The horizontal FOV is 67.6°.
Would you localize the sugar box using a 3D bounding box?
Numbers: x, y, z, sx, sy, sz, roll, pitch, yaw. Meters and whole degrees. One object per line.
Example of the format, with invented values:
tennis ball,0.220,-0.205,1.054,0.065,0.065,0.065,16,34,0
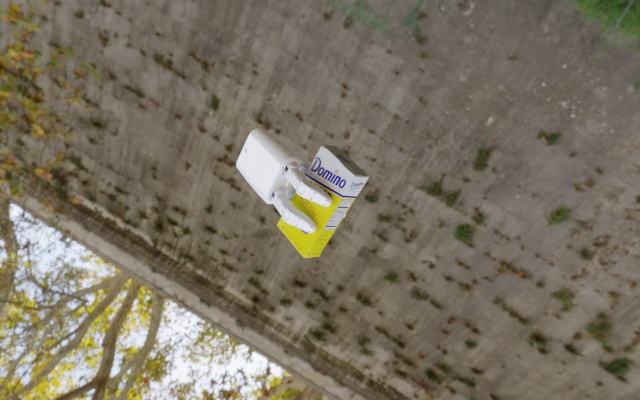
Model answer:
sugar box,0.000,0.003,0.815,0.048,0.176,0.093,-1,38,-47
